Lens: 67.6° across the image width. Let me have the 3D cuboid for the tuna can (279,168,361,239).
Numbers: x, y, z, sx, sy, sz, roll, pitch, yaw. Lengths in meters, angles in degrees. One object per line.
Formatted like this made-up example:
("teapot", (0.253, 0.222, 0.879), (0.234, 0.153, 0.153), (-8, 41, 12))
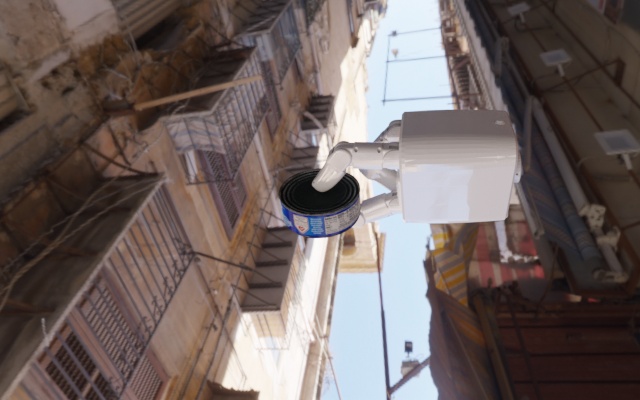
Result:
("tuna can", (0.000, 0.002, 0.508), (0.086, 0.034, 0.086), (-4, 35, 3))
